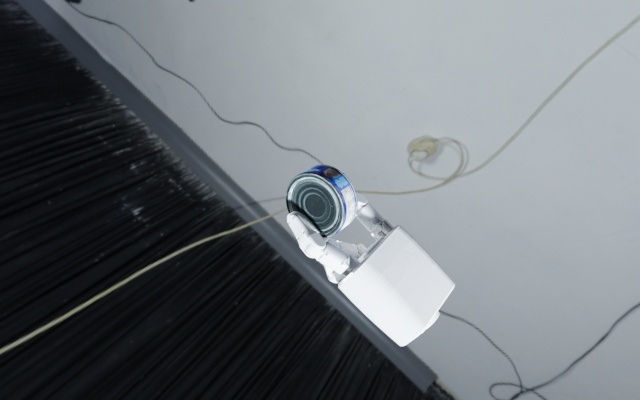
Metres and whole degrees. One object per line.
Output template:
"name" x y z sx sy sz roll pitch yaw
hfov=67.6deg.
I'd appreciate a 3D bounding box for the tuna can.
"tuna can" 0.000 0.002 0.580 0.086 0.086 0.033 0 19 34
